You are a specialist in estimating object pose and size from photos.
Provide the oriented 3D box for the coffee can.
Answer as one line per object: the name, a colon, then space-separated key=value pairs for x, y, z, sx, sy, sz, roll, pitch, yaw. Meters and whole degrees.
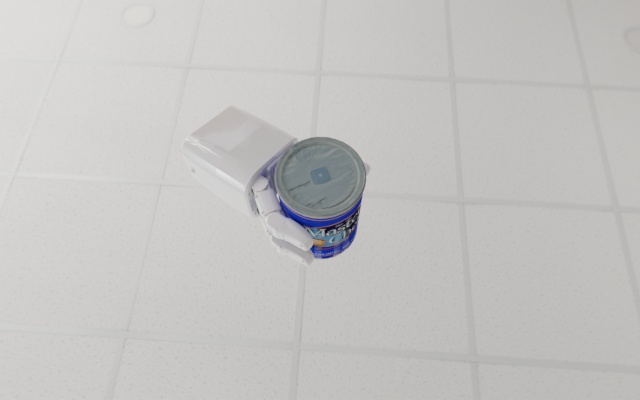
coffee can: x=0.000 y=0.002 z=0.594 sx=0.103 sy=0.102 sz=0.140 roll=0 pitch=-26 yaw=0
